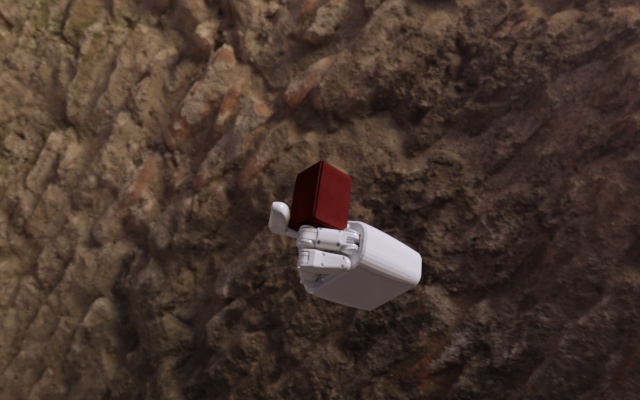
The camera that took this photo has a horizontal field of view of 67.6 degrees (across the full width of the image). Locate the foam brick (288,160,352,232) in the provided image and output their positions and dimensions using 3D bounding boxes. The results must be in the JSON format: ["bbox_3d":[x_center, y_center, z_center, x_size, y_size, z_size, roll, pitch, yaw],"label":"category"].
[{"bbox_3d":[0.000,0.002,0.586,0.051,0.078,0.053,25,-30,-31],"label":"foam brick"}]
